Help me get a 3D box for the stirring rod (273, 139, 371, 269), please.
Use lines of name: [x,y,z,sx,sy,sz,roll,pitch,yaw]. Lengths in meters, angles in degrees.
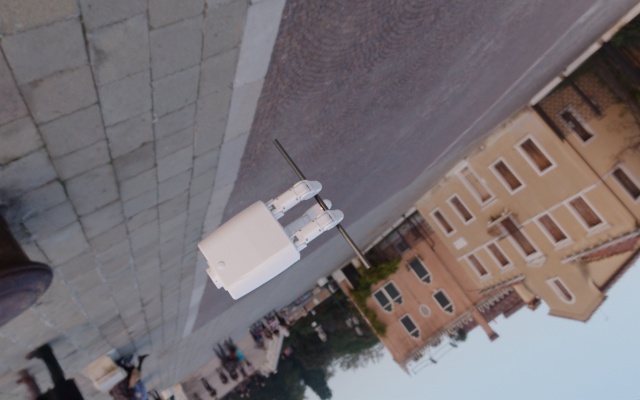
stirring rod: [0.000,0.002,0.713,0.011,0.239,0.011,-35,-11,-8]
